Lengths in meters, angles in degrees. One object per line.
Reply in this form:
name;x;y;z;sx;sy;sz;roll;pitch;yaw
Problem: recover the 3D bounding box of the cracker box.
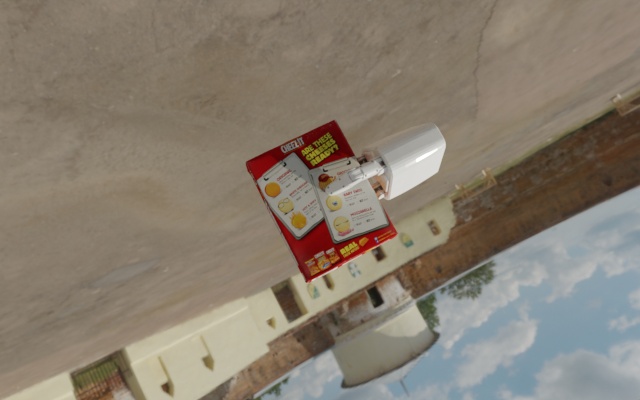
cracker box;0.000;0.003;0.776;0.164;0.213;0.072;-27;-9;-11
